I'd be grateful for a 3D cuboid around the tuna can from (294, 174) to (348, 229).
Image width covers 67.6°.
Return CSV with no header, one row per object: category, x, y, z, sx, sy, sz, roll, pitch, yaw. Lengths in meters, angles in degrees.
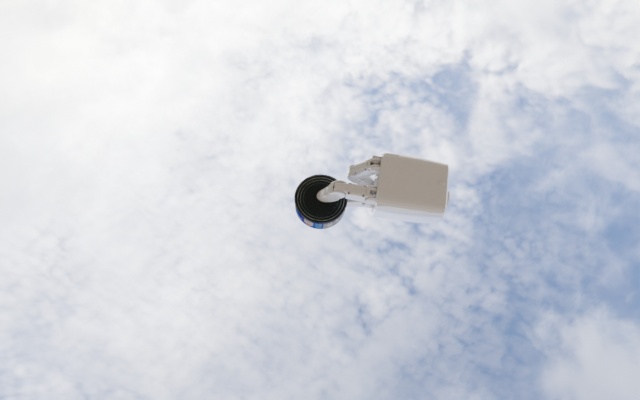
tuna can,0.000,0.003,0.781,0.086,0.086,0.034,0,-23,-2
